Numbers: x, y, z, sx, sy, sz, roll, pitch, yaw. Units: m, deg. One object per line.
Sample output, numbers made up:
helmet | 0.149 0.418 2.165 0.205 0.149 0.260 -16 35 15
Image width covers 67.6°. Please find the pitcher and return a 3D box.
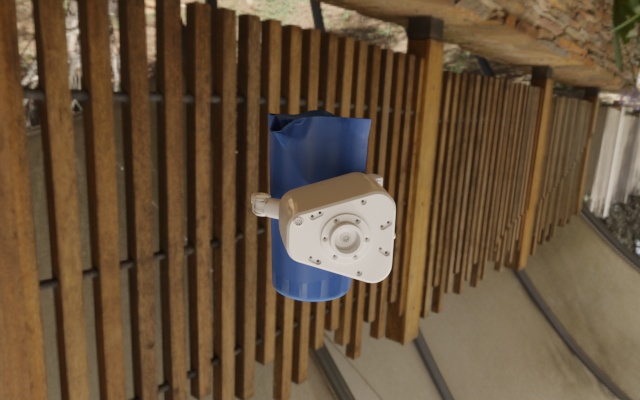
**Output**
pitcher | 0.000 0.002 0.643 0.149 0.243 0.145 1 11 -9
